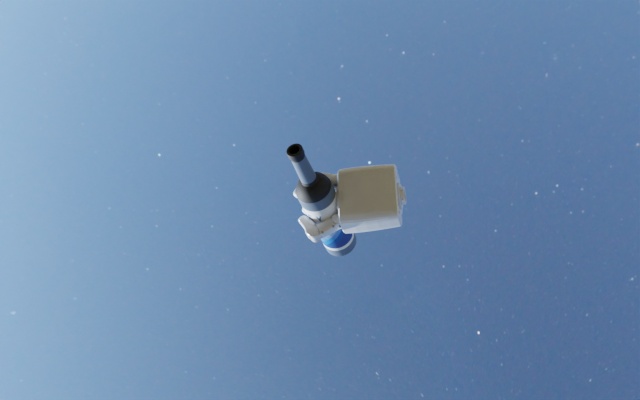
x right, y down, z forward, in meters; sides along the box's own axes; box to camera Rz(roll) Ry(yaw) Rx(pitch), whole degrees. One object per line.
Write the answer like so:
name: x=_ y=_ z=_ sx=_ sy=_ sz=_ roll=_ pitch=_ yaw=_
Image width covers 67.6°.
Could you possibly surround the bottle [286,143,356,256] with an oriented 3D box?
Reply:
bottle: x=0.000 y=0.003 z=0.871 sx=0.069 sy=0.069 sz=0.296 roll=0 pitch=-35 yaw=20
